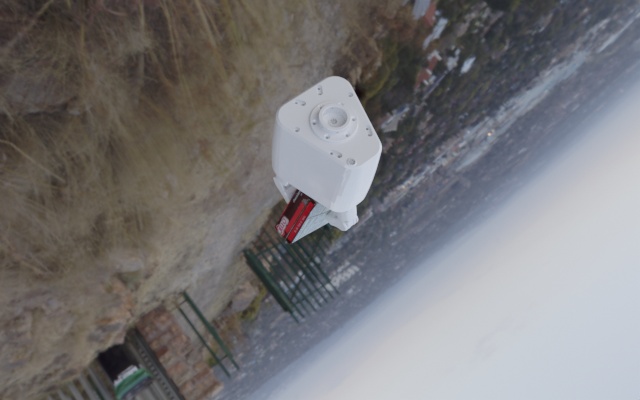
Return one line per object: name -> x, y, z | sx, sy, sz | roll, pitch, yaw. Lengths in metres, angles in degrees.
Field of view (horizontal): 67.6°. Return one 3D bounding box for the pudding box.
pudding box -> 0.000, 0.002, 0.644 | 0.113, 0.039, 0.090 | -25, -23, -45
